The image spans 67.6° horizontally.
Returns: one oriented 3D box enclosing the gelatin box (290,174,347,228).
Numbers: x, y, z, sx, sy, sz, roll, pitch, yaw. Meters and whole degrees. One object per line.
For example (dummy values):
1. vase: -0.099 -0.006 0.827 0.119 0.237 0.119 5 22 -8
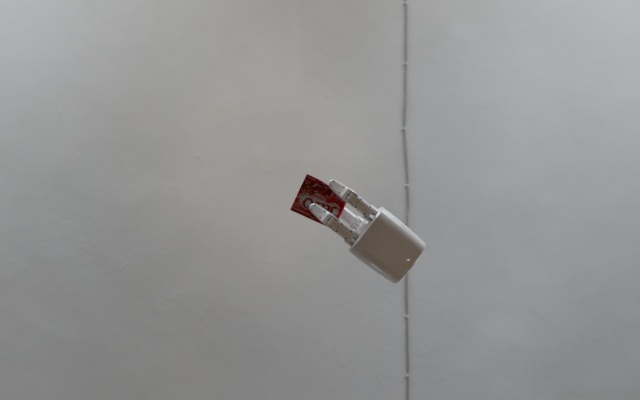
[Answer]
1. gelatin box: 0.000 0.003 0.872 0.089 0.073 0.030 25 -1 5
